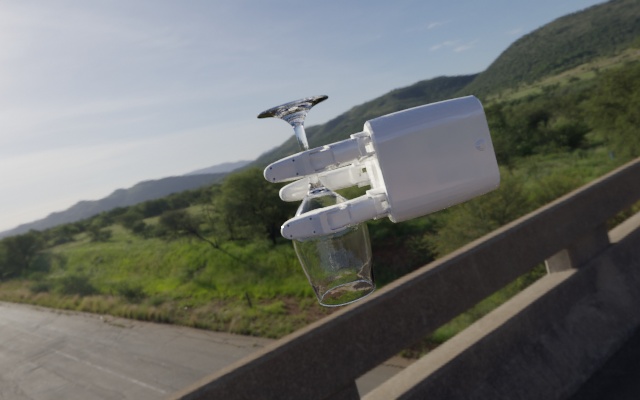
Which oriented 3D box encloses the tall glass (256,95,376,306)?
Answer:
[{"bbox_3d":[0.000,0.001,0.483,0.079,0.201,0.079,-16,6,2],"label":"tall glass"}]
